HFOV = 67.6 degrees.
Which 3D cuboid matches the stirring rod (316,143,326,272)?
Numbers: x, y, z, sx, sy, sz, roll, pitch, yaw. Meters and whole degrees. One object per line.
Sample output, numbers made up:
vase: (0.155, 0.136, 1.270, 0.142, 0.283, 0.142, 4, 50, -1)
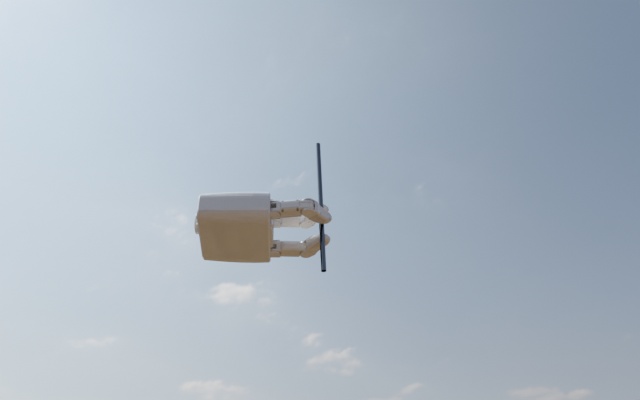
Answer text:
stirring rod: (0.000, 0.003, 0.758, 0.011, 0.239, 0.011, -2, -34, -1)
